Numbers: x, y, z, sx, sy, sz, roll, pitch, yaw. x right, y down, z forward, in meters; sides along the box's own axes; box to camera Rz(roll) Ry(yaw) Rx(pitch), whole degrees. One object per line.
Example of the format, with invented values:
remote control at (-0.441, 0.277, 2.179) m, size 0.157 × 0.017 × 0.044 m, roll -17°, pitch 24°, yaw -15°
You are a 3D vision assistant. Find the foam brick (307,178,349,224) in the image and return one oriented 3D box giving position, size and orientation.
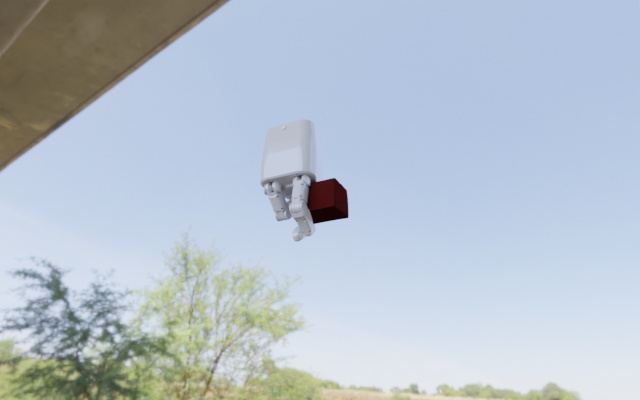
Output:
foam brick at (0.000, 0.003, 0.774) m, size 0.078 × 0.051 × 0.053 m, roll -11°, pitch -29°, yaw 24°
